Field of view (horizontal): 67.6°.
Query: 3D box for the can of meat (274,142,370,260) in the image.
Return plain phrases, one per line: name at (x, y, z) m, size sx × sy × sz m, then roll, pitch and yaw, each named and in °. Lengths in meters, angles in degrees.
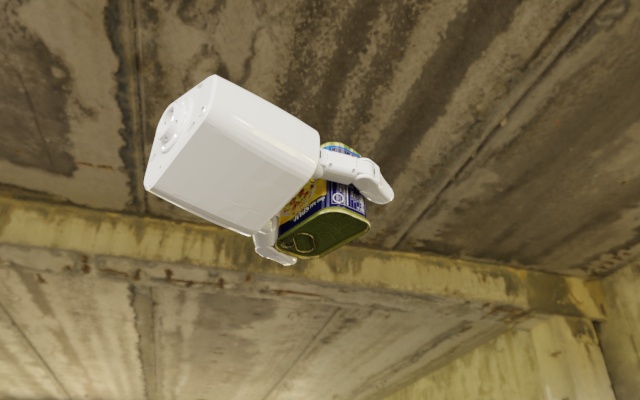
can of meat at (0.000, 0.001, 0.486) m, size 0.057 × 0.084 × 0.102 m, roll 23°, pitch -39°, yaw -32°
